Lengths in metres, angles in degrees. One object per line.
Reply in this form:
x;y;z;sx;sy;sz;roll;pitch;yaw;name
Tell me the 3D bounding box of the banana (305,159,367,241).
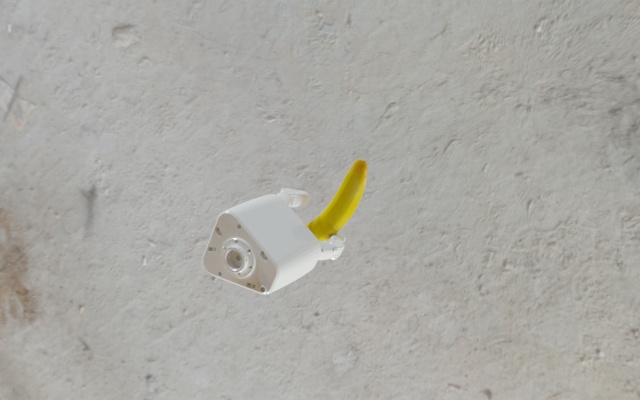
0.008;0.020;0.719;0.198;0.069;0.037;-38;-12;29;banana
